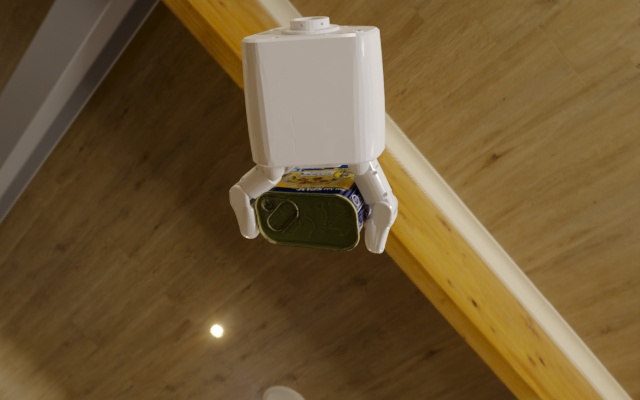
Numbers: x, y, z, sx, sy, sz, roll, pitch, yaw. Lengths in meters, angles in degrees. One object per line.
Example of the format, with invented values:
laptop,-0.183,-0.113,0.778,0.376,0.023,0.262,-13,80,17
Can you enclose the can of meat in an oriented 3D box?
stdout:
can of meat,0.000,0.001,0.470,0.102,0.057,0.084,3,27,22
